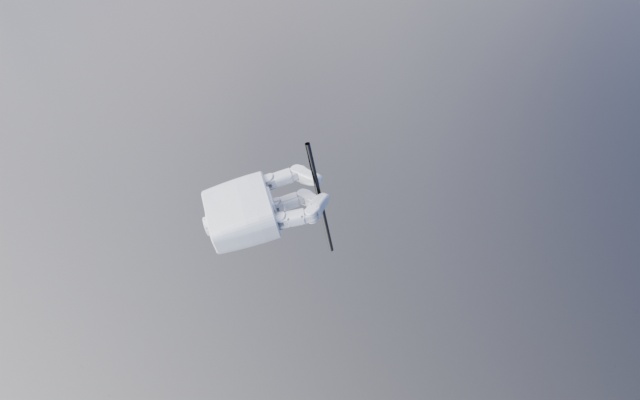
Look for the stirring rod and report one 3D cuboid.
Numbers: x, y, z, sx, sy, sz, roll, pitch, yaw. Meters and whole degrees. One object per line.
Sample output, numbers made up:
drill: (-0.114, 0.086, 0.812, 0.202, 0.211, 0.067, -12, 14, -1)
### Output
stirring rod: (0.000, 0.003, 0.796, 0.011, 0.240, 0.011, -7, 42, 6)
